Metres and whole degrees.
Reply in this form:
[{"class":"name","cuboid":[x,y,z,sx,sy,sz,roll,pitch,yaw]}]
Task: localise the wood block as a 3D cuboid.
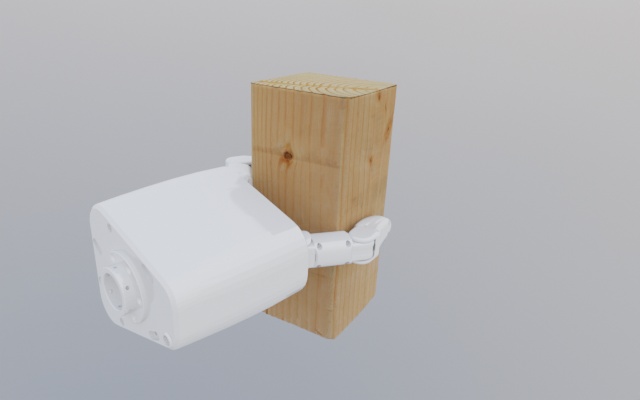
[{"class":"wood block","cuboid":[0.000,0.001,0.420,0.091,0.206,0.090,15,26,27]}]
